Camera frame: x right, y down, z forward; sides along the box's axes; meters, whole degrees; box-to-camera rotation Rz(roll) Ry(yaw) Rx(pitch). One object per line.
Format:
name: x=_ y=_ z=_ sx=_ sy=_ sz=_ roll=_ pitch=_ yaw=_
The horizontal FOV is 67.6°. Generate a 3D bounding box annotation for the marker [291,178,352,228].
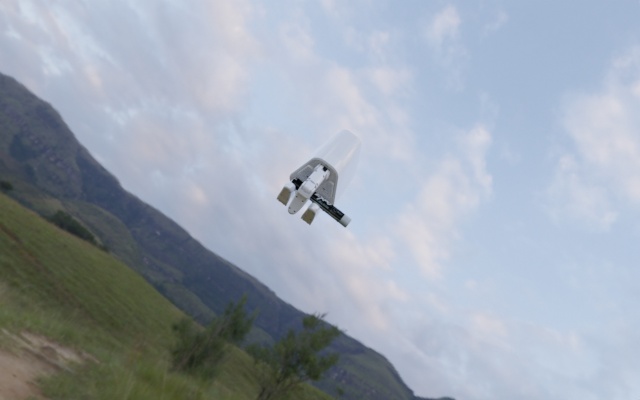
marker: x=0.000 y=0.003 z=0.811 sx=0.121 sy=0.020 sz=0.020 roll=37 pitch=2 yaw=2
